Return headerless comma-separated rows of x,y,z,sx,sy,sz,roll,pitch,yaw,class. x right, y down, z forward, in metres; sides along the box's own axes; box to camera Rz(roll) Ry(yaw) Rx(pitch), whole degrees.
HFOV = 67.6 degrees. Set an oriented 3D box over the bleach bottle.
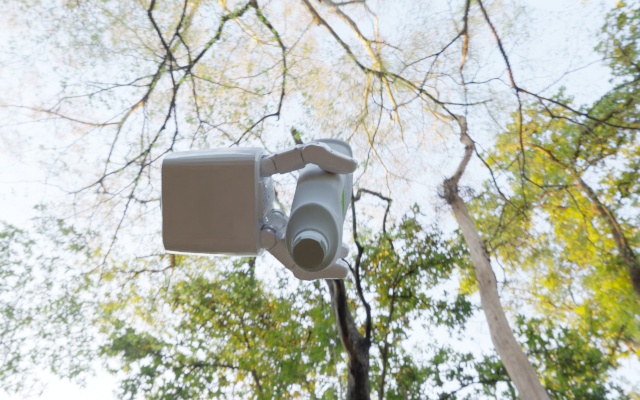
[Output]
0.000,0.002,0.525,0.068,0.102,0.250,0,17,5,bleach bottle
